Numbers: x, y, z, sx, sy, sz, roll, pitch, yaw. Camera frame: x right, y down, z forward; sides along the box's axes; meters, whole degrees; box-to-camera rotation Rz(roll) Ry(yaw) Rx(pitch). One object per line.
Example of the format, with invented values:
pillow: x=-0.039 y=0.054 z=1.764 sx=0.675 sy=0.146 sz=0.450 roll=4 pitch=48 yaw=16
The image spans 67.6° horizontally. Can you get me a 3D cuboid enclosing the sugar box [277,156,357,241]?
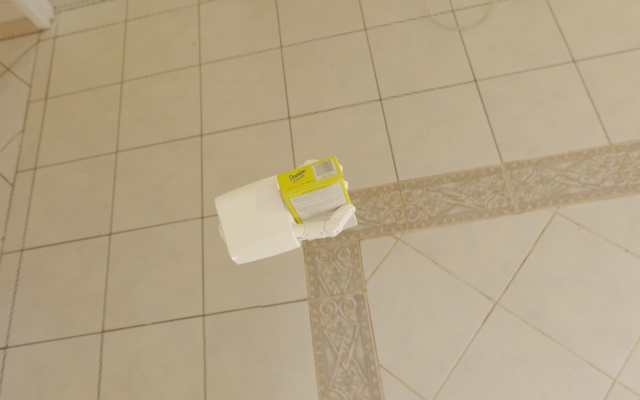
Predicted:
sugar box: x=0.000 y=0.002 z=0.757 sx=0.093 sy=0.048 sz=0.176 roll=-18 pitch=-26 yaw=2
